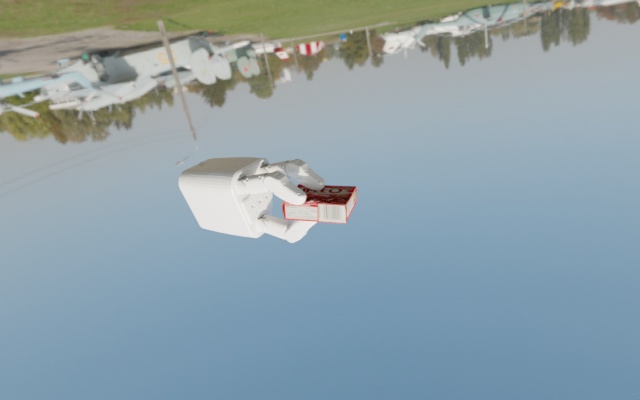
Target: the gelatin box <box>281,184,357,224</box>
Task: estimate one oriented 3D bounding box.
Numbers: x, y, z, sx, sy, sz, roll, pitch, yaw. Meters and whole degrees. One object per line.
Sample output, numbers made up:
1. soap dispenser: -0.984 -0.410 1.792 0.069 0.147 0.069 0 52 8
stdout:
1. gelatin box: 0.000 0.003 0.660 0.089 0.030 0.073 3 22 15
